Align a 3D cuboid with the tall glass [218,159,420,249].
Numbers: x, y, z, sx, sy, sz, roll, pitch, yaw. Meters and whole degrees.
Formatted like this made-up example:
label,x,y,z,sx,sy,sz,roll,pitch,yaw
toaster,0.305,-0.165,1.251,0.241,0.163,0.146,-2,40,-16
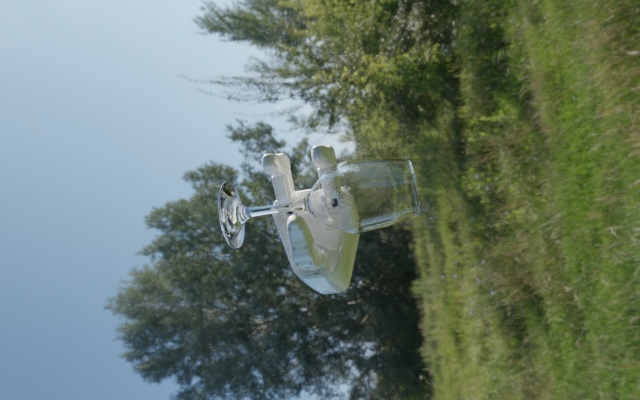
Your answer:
label,x,y,z,sx,sy,sz,roll,pitch,yaw
tall glass,-0.001,0.002,0.507,0.201,0.079,0.079,-9,-1,9
